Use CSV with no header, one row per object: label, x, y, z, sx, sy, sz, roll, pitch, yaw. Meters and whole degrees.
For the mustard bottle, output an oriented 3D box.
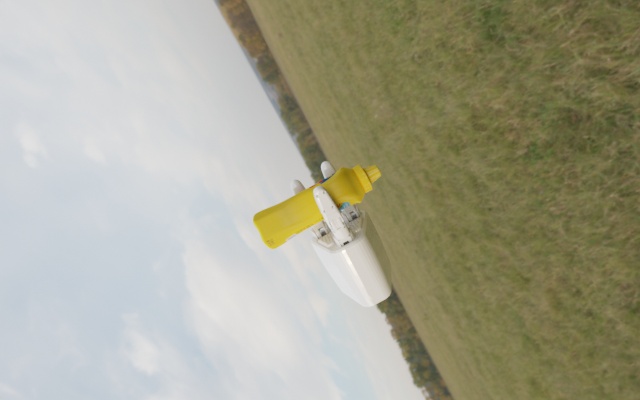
mustard bottle,0.000,0.002,0.689,0.191,0.058,0.096,-28,-7,1
